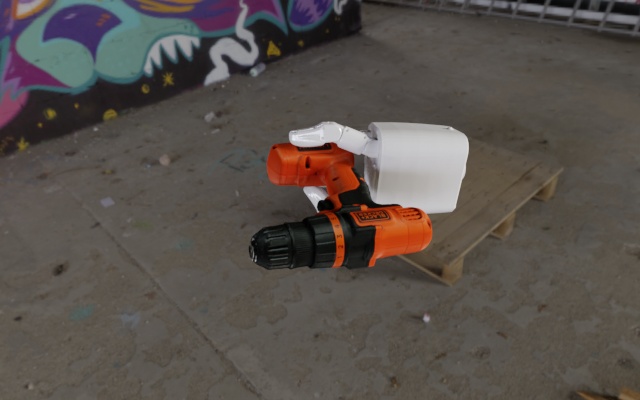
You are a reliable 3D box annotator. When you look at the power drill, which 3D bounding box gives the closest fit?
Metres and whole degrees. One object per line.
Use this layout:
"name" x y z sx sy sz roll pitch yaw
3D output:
"power drill" 0.000 0.001 0.514 0.184 0.057 0.187 -4 35 -20
